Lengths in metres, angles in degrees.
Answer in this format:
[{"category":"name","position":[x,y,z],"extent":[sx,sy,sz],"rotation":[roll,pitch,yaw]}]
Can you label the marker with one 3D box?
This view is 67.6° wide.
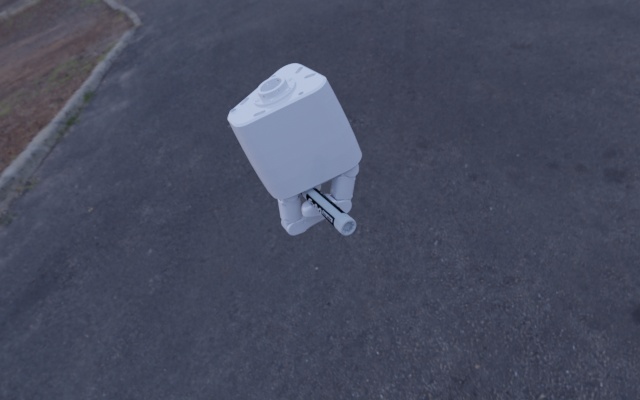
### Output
[{"category":"marker","position":[0.000,0.002,0.527],"extent":[0.020,0.020,0.121],"rotation":[0,25,-31]}]
